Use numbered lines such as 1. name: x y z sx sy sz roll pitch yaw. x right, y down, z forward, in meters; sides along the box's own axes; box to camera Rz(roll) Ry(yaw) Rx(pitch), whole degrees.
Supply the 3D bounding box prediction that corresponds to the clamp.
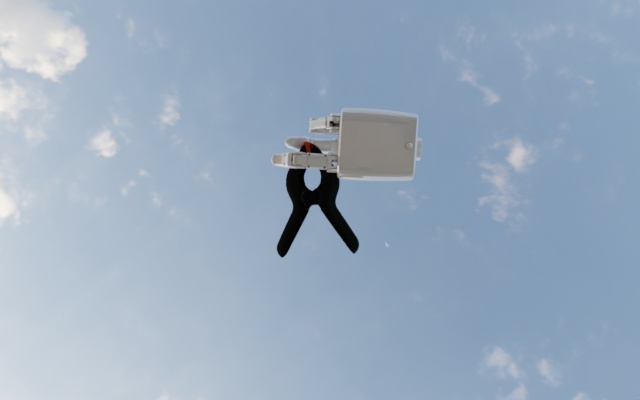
1. clamp: 0.000 0.002 0.692 0.120 0.171 0.039 4 2 6
